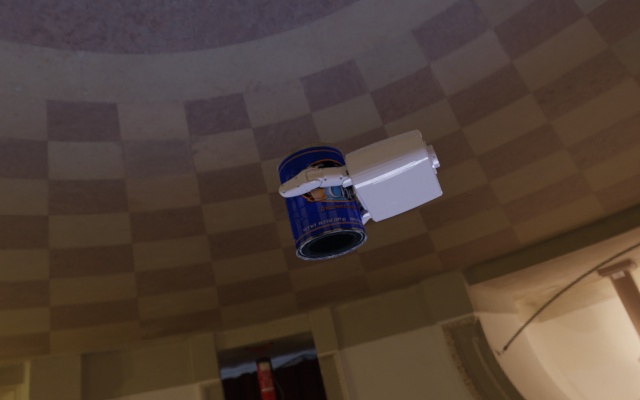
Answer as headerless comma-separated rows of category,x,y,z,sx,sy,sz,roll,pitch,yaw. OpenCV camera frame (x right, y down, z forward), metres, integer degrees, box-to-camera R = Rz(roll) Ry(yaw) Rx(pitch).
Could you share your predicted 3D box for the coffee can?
coffee can,0.000,0.002,0.693,0.103,0.140,0.103,-12,-25,-6
